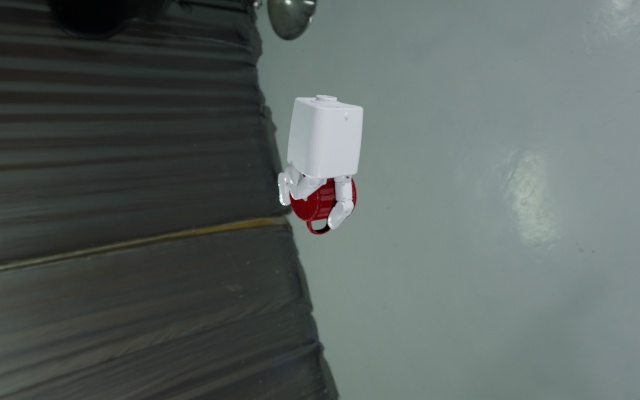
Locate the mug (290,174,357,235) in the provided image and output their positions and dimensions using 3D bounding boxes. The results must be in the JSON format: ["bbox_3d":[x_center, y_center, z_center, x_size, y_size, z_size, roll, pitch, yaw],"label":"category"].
[{"bbox_3d":[0.000,0.004,0.821,0.081,0.117,0.093,-9,22,-40],"label":"mug"}]
